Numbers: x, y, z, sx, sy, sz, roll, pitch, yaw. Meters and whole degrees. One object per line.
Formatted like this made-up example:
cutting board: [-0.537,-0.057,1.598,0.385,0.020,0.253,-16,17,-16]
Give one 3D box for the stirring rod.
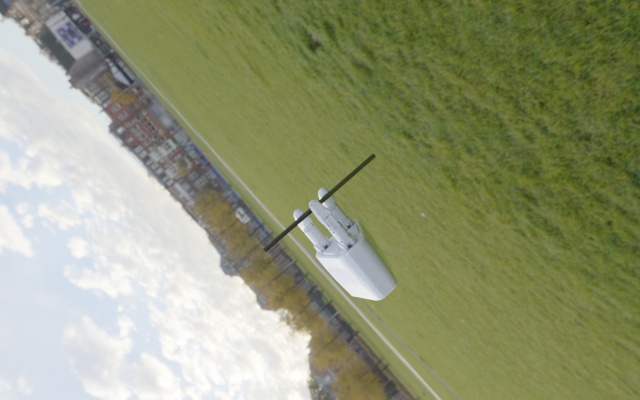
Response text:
stirring rod: [0.000,0.003,0.783,0.239,0.011,0.011,-41,6,-7]
